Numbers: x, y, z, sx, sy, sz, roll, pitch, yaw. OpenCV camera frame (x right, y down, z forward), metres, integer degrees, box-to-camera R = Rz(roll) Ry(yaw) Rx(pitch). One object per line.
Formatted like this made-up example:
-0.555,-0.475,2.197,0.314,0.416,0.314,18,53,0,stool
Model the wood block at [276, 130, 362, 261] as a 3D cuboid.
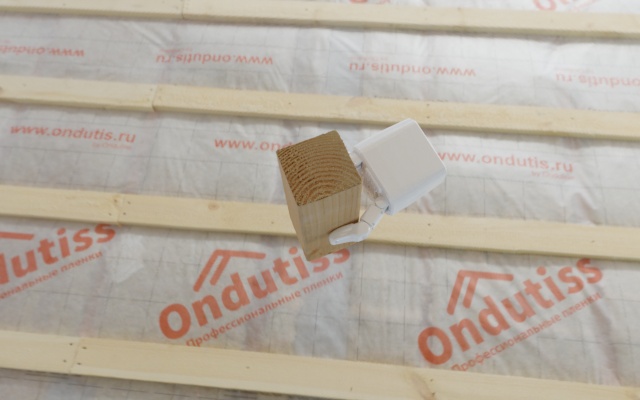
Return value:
0.001,0.002,0.700,0.090,0.090,0.206,-20,-26,-8,wood block
